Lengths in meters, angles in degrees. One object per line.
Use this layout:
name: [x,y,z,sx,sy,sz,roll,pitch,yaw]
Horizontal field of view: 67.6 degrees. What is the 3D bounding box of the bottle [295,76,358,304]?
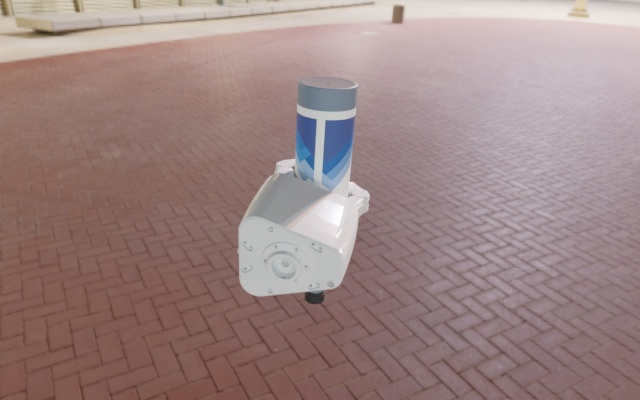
bottle: [0.000,0.002,0.591,0.069,0.296,0.069,3,26,-1]
